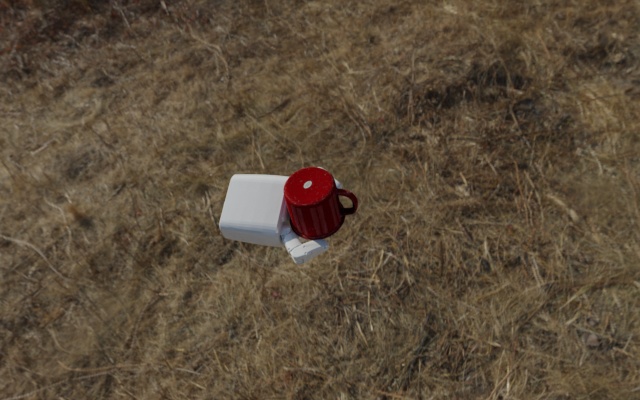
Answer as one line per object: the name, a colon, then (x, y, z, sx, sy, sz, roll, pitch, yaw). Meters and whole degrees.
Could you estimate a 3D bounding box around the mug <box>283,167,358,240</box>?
mug: (0.001, 0.002, 0.748, 0.117, 0.093, 0.082, 3, -38, 14)
